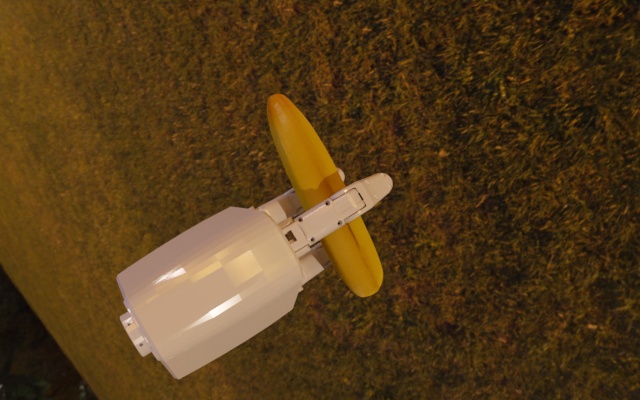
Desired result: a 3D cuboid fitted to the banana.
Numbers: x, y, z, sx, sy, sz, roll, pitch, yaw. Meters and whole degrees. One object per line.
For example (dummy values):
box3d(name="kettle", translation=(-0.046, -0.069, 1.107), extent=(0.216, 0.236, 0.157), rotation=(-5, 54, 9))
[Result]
box3d(name="banana", translation=(0.007, 0.008, 0.384), extent=(0.037, 0.198, 0.069), rotation=(-29, 20, -8))
